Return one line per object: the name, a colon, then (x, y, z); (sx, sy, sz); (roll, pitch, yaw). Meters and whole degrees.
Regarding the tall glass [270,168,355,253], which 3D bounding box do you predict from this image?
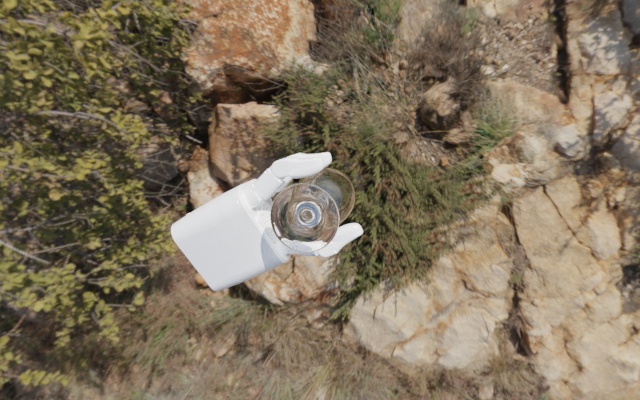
tall glass: (0.000, 0.002, 0.594); (0.079, 0.079, 0.201); (0, 10, 10)
